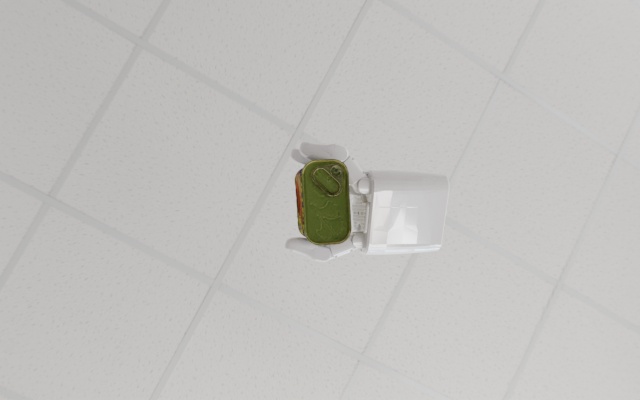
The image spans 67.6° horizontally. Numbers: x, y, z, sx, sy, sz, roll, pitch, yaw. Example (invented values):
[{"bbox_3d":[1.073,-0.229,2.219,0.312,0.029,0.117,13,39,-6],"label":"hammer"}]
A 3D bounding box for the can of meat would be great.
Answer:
[{"bbox_3d":[0.000,0.002,0.603,0.057,0.102,0.084,-3,1,-10],"label":"can of meat"}]
